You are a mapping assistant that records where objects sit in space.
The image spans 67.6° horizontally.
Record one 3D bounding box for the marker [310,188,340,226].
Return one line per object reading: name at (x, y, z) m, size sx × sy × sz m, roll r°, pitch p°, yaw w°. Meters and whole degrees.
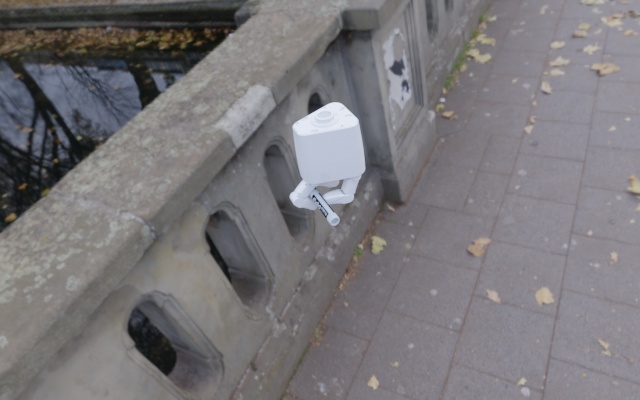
marker at (0.000, 0.003, 0.862) m, size 0.020 × 0.020 × 0.121 m, roll 0°, pitch 34°, yaw -30°
